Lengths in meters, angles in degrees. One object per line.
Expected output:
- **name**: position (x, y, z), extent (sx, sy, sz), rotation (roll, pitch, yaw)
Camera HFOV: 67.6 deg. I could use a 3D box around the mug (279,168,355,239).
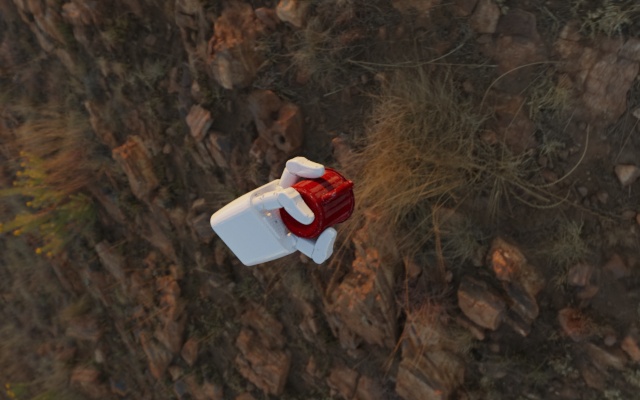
- **mug**: position (0.001, 0.002, 0.706), extent (0.117, 0.093, 0.081), rotation (-26, 3, 40)
